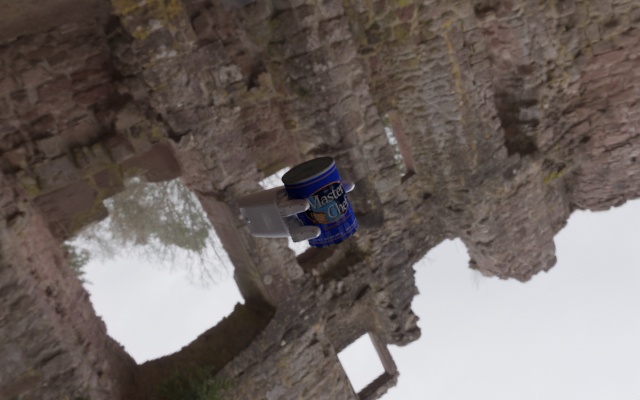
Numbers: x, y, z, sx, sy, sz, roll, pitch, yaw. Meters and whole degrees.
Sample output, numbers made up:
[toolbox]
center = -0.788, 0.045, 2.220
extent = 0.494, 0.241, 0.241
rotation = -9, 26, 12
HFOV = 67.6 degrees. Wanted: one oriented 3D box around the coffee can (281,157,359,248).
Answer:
[coffee can]
center = 0.000, 0.003, 0.888
extent = 0.103, 0.140, 0.102
rotation = -19, 20, 7
